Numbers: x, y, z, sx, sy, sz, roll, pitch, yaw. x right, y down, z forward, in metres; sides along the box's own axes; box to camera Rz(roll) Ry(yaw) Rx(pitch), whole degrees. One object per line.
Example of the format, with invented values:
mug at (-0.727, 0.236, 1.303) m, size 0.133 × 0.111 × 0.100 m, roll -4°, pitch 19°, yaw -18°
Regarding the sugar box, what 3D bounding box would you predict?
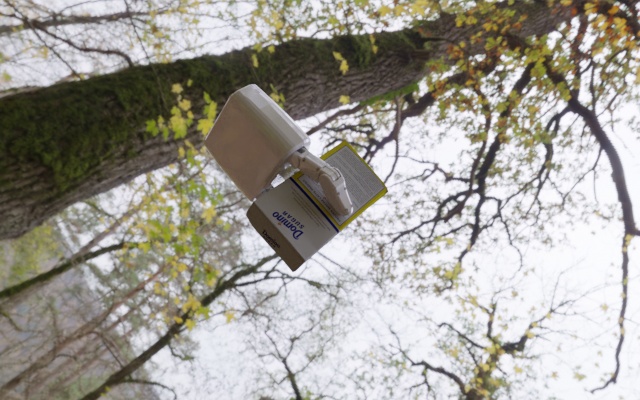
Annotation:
sugar box at (0.000, 0.002, 0.604) m, size 0.176 × 0.093 × 0.048 m, roll -37°, pitch -7°, yaw -35°
